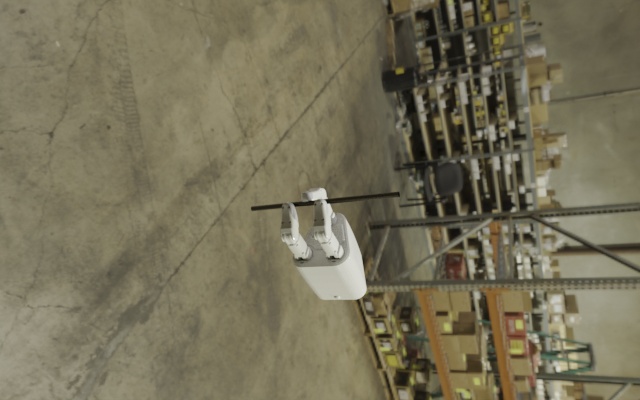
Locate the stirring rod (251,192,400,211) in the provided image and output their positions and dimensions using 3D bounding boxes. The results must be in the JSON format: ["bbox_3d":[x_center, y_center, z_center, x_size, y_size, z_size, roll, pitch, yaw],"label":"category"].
[{"bbox_3d":[0.000,0.002,0.713,0.239,0.011,0.011,-6,-2,24],"label":"stirring rod"}]
